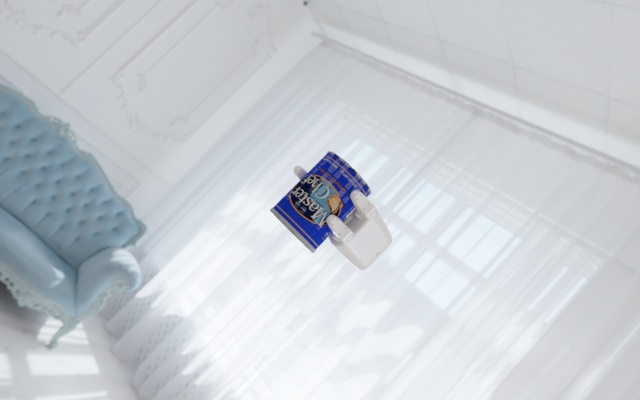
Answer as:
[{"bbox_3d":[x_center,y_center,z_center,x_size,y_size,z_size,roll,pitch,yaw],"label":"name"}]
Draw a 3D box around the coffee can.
[{"bbox_3d":[0.000,0.003,0.796,0.103,0.140,0.103,44,-6,6],"label":"coffee can"}]
